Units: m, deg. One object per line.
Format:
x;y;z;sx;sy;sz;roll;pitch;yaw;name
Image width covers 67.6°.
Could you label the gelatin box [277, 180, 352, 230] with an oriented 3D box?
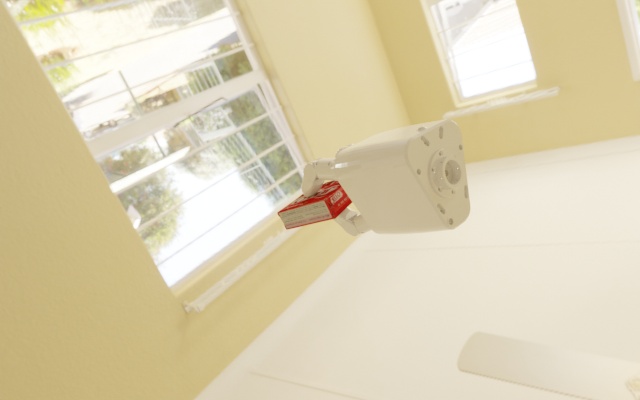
0.000;0.002;0.612;0.089;0.030;0.073;-17;15;42;gelatin box
